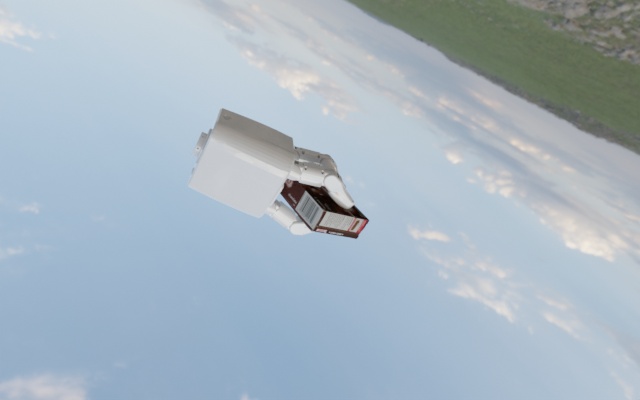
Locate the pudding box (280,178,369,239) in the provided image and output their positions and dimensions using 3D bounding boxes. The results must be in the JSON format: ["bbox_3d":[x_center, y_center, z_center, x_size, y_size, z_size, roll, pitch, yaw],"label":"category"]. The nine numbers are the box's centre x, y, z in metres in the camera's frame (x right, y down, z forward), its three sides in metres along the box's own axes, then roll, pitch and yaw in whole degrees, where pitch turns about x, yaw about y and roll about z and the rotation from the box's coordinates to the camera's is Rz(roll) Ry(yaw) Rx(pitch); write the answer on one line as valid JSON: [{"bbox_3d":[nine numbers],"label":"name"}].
[{"bbox_3d":[0.000,0.002,0.659,0.090,0.039,0.113,12,28,-43],"label":"pudding box"}]
